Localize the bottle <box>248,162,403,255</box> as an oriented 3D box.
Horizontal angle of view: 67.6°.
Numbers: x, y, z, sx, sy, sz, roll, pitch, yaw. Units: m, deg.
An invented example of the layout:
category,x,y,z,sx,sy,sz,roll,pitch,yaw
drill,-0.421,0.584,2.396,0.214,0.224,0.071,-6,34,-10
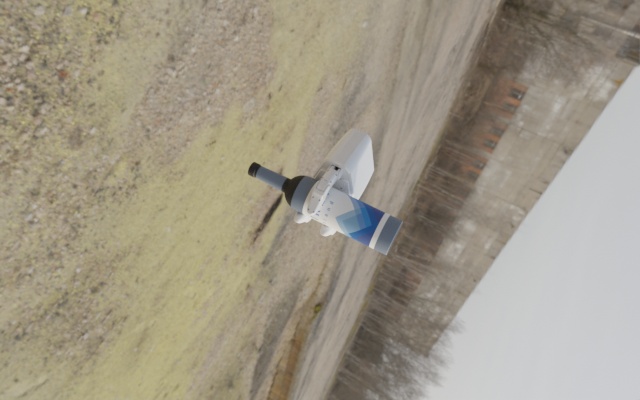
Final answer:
category,x,y,z,sx,sy,sz,roll,pitch,yaw
bottle,0.000,0.003,0.863,0.295,0.069,0.069,26,6,12
